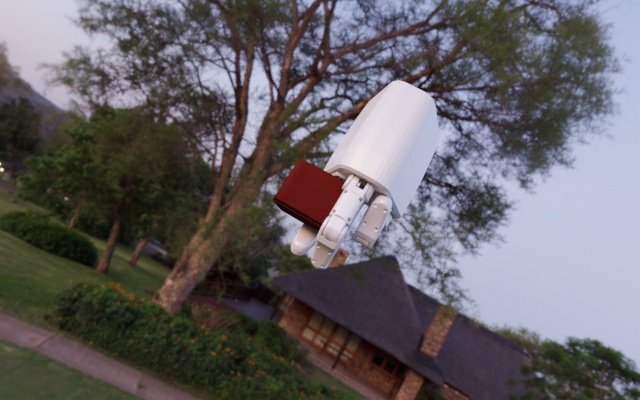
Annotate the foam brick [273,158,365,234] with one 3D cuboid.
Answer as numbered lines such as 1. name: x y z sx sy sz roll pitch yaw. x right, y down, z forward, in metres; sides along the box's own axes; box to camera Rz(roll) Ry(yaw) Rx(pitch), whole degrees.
1. foam brick: 0.000 0.002 0.491 0.078 0.051 0.053 29 -9 8
